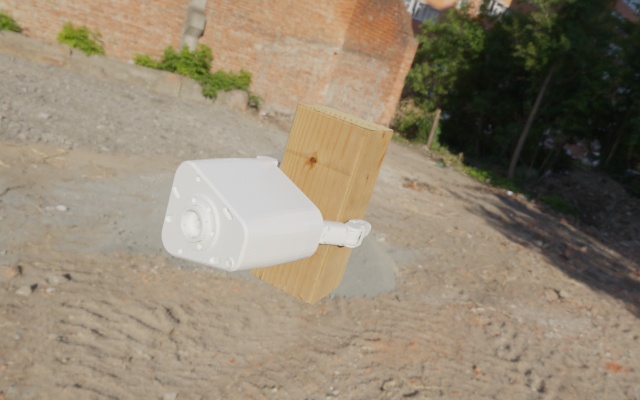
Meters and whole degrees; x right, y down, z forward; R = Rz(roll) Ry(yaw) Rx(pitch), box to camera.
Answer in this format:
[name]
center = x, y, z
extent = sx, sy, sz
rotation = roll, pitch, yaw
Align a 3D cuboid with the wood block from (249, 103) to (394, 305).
[wood block]
center = 0.000, 0.002, 0.559
extent = 0.091, 0.206, 0.090
rotation = 24, 16, 20
